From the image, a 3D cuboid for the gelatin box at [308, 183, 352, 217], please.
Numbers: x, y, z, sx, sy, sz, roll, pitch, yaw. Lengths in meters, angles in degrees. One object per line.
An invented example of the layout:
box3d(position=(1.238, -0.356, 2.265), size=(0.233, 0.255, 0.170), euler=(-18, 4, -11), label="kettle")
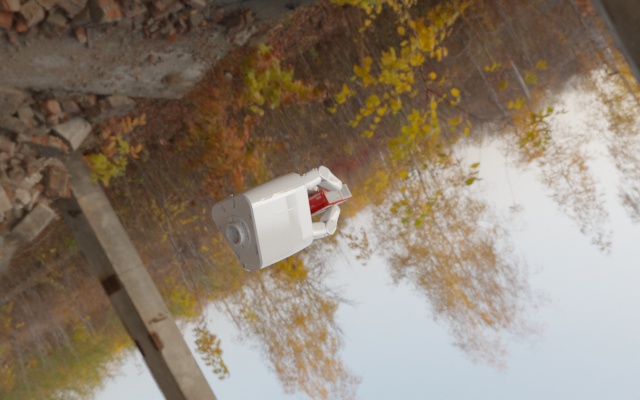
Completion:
box3d(position=(0.000, 0.003, 0.791), size=(0.073, 0.030, 0.089), euler=(-28, -5, 30), label="gelatin box")
